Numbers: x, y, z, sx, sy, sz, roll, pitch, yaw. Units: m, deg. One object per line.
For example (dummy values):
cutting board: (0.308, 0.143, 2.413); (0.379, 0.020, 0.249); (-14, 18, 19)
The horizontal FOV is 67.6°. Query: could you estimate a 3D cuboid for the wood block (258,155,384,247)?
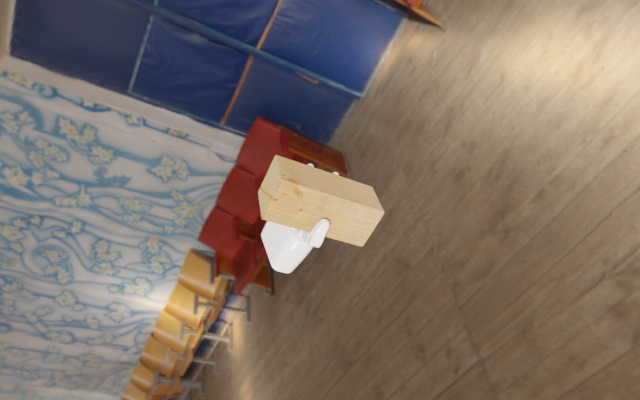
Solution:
wood block: (0.000, 0.003, 0.881); (0.206, 0.090, 0.090); (17, 30, -23)
